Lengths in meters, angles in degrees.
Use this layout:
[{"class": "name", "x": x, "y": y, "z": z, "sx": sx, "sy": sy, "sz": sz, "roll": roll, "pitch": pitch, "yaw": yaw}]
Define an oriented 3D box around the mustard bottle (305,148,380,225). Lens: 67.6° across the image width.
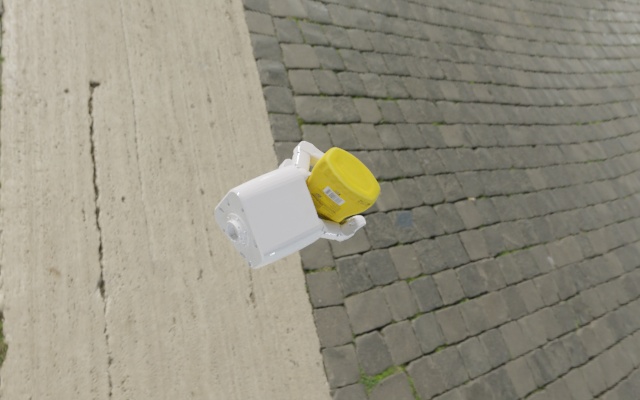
[{"class": "mustard bottle", "x": 0.000, "y": 0.002, "z": 0.728, "sx": 0.096, "sy": 0.058, "sz": 0.192, "roll": 41, "pitch": -39, "yaw": -8}]
